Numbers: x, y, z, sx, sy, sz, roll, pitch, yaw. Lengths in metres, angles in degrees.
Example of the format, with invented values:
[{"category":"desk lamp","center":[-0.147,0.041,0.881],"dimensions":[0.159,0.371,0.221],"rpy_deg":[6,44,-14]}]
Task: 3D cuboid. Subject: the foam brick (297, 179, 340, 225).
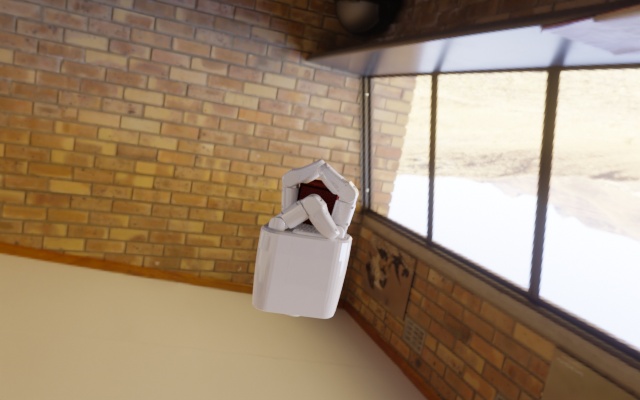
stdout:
[{"category":"foam brick","center":[0.000,0.002,0.651],"dimensions":[0.053,0.051,0.078],"rpy_deg":[11,10,10]}]
